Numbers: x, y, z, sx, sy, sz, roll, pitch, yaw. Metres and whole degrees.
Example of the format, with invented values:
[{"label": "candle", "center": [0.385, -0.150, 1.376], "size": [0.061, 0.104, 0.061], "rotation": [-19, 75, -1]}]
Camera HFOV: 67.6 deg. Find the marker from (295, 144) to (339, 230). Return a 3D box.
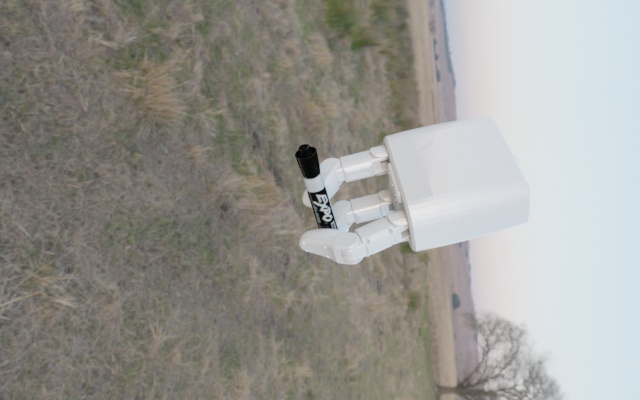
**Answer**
[{"label": "marker", "center": [0.000, 0.001, 0.429], "size": [0.020, 0.121, 0.020], "rotation": [-10, 38, 8]}]
